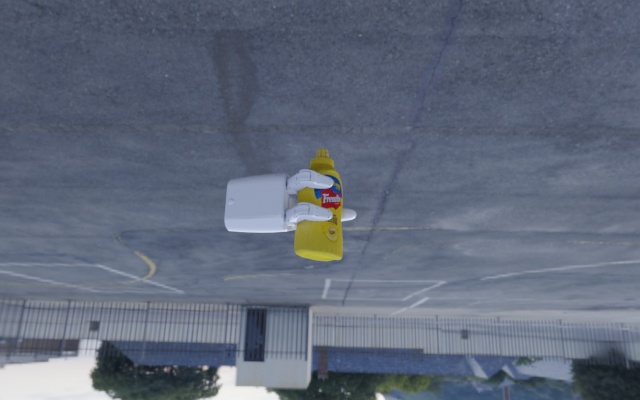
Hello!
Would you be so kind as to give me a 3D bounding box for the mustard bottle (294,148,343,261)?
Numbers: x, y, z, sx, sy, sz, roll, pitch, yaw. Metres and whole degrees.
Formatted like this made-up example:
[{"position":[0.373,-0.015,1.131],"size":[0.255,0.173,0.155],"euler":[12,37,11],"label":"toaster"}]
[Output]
[{"position":[0.000,0.003,0.816],"size":[0.058,0.191,0.096],"euler":[-12,-21,38],"label":"mustard bottle"}]
